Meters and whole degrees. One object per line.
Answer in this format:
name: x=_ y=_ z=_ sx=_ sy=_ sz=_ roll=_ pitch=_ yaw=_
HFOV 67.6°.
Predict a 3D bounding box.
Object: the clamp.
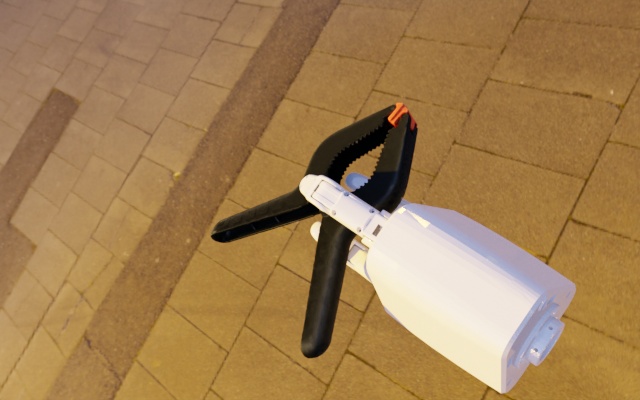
clamp: x=0.000 y=0.001 z=0.411 sx=0.164 sy=0.210 sz=0.036 roll=34 pitch=-2 yaw=35
